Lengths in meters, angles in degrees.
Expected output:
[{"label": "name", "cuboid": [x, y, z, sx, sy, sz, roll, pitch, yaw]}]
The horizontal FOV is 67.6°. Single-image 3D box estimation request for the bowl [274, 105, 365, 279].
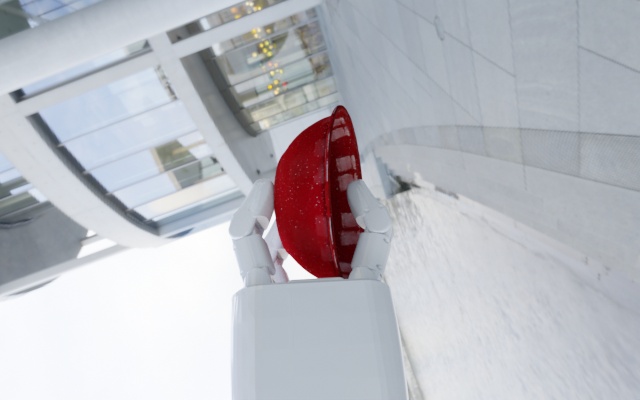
[{"label": "bowl", "cuboid": [0.000, 0.000, 0.415, 0.055, 0.162, 0.162, -3, -1, 14]}]
